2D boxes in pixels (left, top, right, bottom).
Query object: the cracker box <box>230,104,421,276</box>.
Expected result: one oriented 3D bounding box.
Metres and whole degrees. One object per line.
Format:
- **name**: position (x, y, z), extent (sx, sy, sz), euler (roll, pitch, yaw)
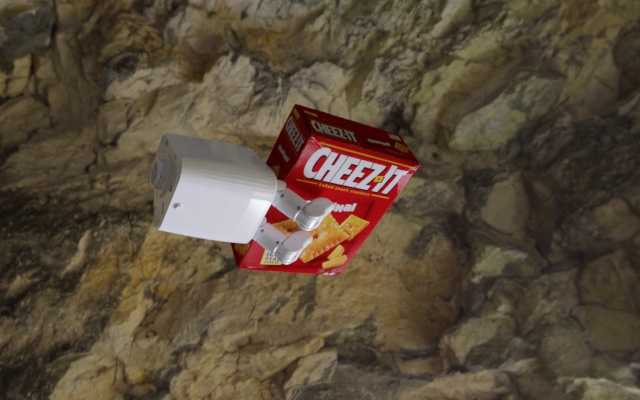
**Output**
- **cracker box**: position (0.000, 0.002, 0.610), extent (0.164, 0.214, 0.072), euler (10, 37, -33)
